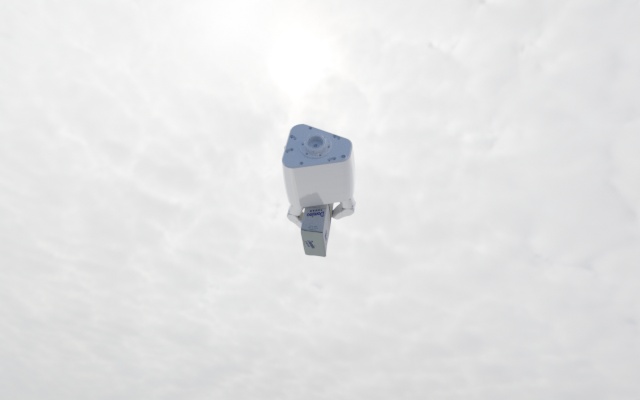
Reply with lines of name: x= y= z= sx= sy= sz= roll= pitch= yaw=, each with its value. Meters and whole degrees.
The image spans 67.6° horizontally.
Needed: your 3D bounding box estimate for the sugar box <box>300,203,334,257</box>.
sugar box: x=0.000 y=0.003 z=0.862 sx=0.048 sy=0.176 sz=0.093 roll=7 pitch=-33 yaw=9
